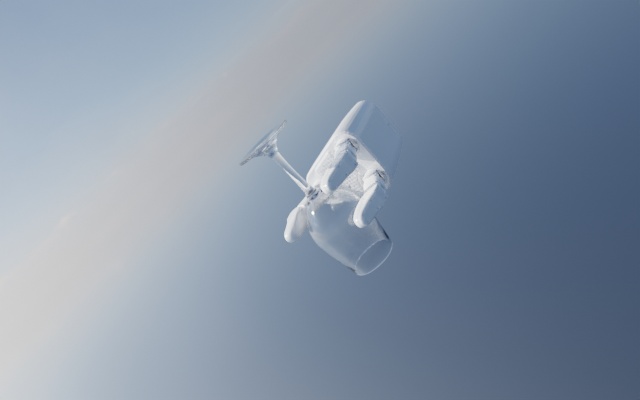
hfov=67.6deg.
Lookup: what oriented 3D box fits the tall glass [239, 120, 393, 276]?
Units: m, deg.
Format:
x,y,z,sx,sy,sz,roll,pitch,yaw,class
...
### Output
x,y,z,sx,sy,sz,roll,pitch,yaw,class
0.000,0.002,0.574,0.201,0.079,0.079,46,-15,-15,tall glass
